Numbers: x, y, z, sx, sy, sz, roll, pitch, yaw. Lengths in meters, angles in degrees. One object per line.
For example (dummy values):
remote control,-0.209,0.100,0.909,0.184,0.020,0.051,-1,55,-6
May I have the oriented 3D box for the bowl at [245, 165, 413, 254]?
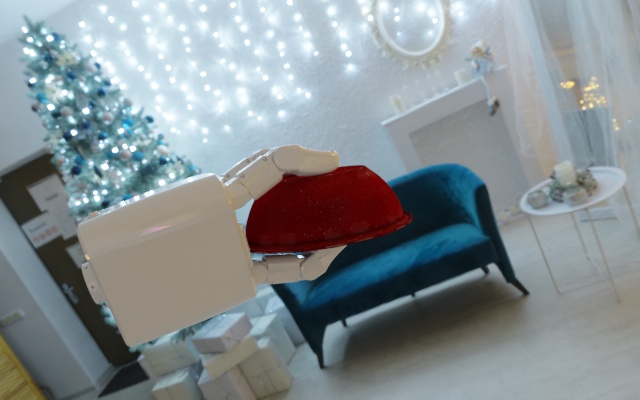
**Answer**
bowl,0.001,0.001,0.440,0.162,0.055,0.162,-9,7,1
